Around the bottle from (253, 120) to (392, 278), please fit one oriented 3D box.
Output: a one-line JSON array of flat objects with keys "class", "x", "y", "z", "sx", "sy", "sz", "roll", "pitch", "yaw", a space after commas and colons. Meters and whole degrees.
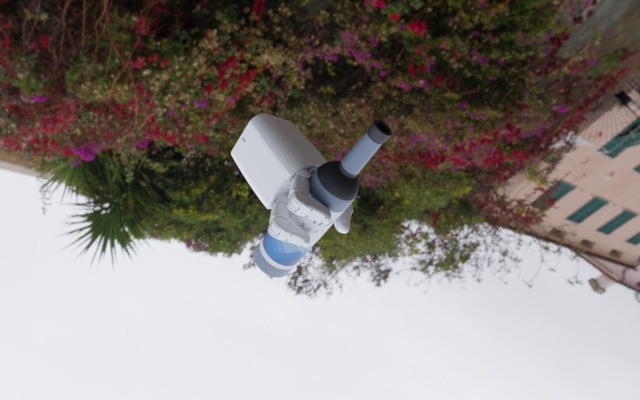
[{"class": "bottle", "x": 0.000, "y": 0.002, "z": 0.672, "sx": 0.069, "sy": 0.069, "sz": 0.296, "roll": 0, "pitch": -39, "yaw": -42}]
